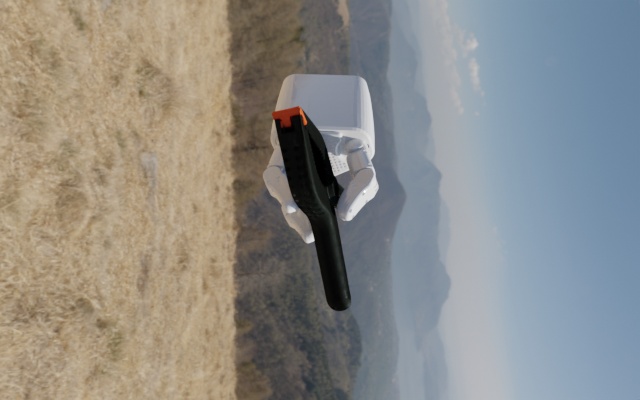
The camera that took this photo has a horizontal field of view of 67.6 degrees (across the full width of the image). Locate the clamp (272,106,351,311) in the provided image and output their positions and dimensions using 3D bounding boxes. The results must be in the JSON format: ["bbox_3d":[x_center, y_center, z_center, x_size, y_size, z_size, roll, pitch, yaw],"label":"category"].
[{"bbox_3d":[0.001,0.001,0.486,0.036,0.164,0.210,-10,-42,15],"label":"clamp"}]
